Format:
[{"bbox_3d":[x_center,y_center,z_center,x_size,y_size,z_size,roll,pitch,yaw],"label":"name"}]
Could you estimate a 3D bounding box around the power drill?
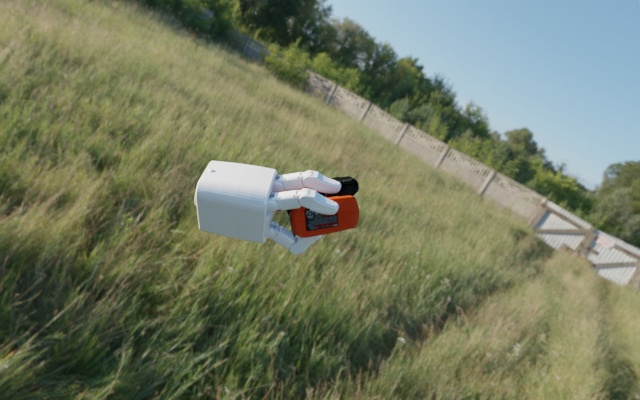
[{"bbox_3d":[0.000,0.003,0.805,0.184,0.057,0.187,-11,14,-13],"label":"power drill"}]
